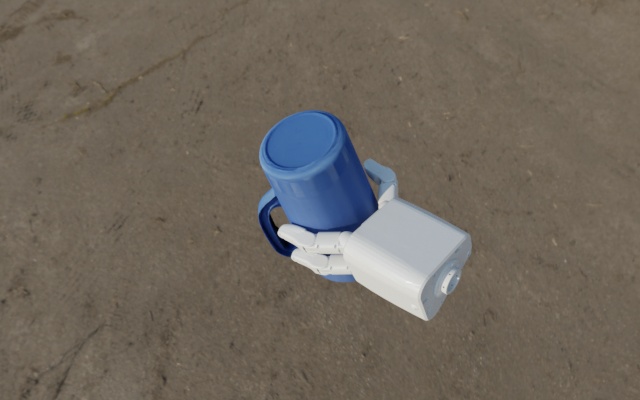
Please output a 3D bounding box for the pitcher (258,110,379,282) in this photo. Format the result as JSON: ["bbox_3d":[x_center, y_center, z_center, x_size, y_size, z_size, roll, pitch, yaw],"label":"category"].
[{"bbox_3d":[0.000,0.002,0.643,0.145,0.149,0.243,30,-21,35],"label":"pitcher"}]
